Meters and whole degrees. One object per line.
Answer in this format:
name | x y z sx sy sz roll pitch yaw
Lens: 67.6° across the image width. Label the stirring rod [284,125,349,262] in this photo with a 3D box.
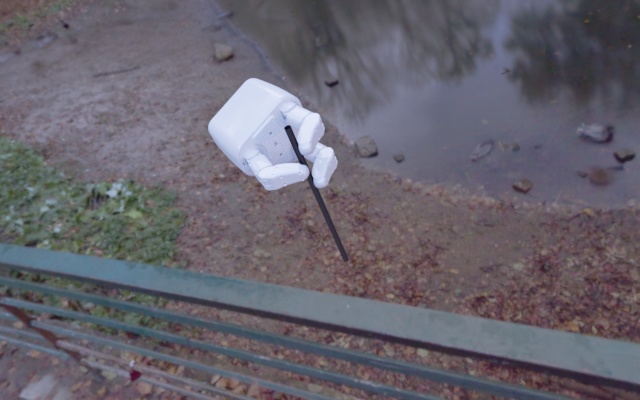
stirring rod | 0.000 0.002 0.607 0.011 0.011 0.240 0 -43 25
